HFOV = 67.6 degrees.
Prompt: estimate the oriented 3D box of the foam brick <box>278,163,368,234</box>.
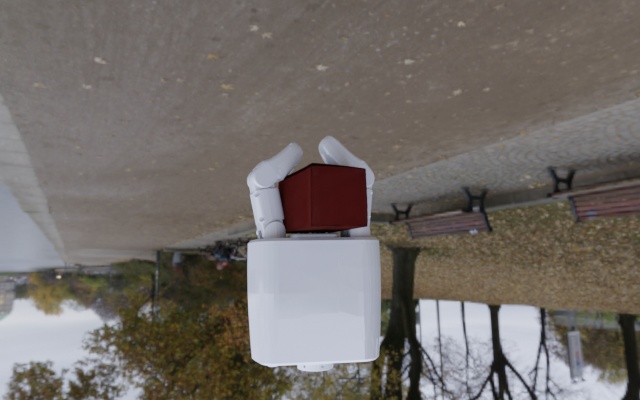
[{"bbox_3d":[0.000,0.001,0.418,0.053,0.051,0.078,3,-9,-24],"label":"foam brick"}]
